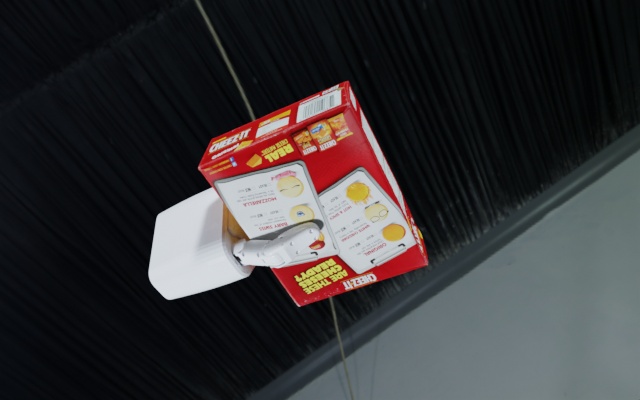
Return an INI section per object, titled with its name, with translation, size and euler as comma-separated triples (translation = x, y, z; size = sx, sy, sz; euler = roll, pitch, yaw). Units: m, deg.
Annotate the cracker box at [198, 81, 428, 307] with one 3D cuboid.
[cracker box]
translation = 0.000, 0.002, 0.517
size = 0.164, 0.214, 0.072
euler = -21, 32, 17
